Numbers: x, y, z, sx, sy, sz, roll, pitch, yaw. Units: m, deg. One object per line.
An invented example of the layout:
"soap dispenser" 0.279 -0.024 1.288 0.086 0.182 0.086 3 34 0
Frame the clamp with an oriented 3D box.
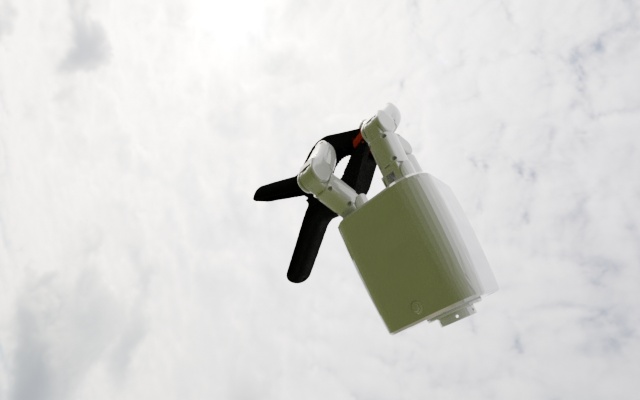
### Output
"clamp" 0.001 0.001 0.472 0.039 0.120 0.171 -2 -28 -47
